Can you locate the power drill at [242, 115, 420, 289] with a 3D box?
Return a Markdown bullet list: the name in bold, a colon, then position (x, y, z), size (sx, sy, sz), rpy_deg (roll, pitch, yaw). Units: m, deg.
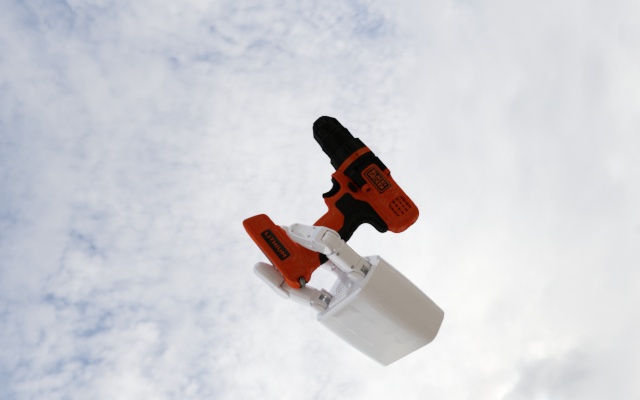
- **power drill**: position (0.000, 0.002, 0.588), size (0.187, 0.184, 0.057), rpy_deg (-37, -17, -10)
